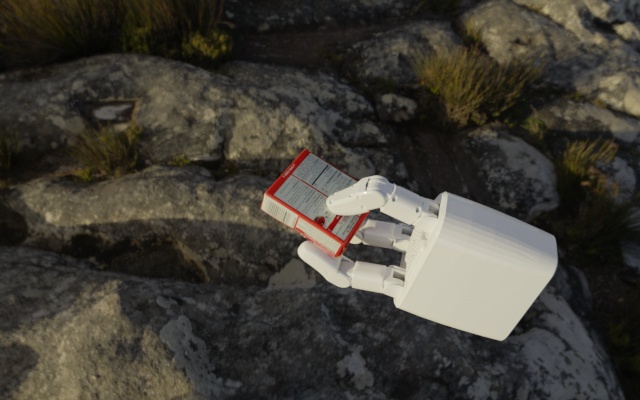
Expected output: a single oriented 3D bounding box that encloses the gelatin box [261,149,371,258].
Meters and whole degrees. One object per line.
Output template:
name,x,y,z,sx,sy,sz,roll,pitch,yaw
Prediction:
gelatin box,0.000,0.001,0.455,0.089,0.073,0.030,33,-38,6
